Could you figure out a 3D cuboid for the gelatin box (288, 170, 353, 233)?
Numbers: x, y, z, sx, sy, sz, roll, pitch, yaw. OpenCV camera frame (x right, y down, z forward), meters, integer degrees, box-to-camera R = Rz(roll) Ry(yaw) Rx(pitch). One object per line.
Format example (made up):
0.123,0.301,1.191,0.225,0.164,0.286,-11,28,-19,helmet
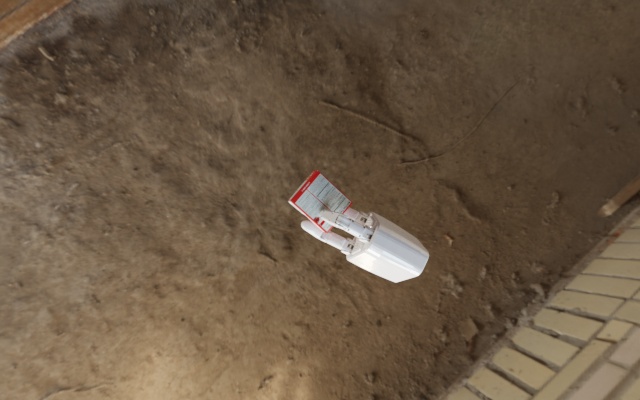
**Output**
0.000,0.003,0.837,0.089,0.073,0.030,42,-9,-12,gelatin box
